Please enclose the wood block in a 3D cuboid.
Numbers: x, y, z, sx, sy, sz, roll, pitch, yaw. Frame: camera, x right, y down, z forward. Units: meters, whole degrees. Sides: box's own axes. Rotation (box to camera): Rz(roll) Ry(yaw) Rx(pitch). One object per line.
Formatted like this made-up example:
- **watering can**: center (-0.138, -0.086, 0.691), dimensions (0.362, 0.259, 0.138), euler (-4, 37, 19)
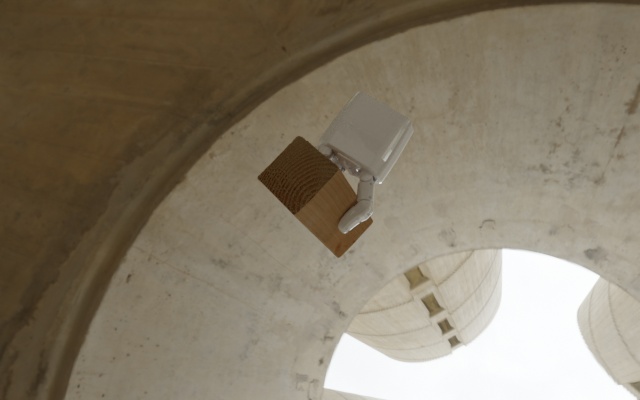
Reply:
- **wood block**: center (0.001, 0.002, 0.743), dimensions (0.090, 0.090, 0.206), euler (42, -4, 30)
